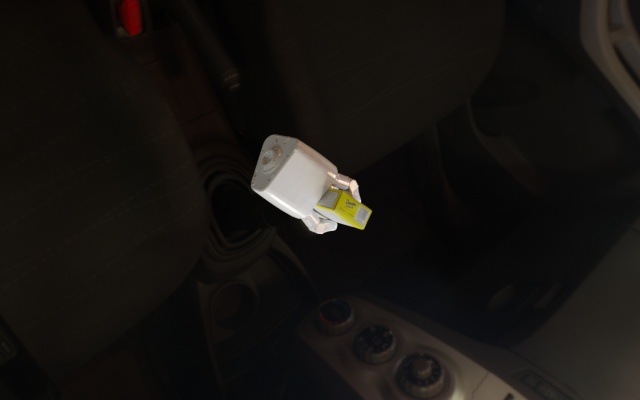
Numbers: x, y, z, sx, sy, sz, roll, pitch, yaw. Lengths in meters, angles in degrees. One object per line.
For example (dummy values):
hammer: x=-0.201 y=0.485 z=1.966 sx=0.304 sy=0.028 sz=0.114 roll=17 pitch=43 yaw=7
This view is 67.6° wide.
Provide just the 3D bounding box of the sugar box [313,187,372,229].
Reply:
sugar box: x=0.000 y=0.002 z=0.897 sx=0.176 sy=0.048 sz=0.093 roll=18 pitch=-12 yaw=46
